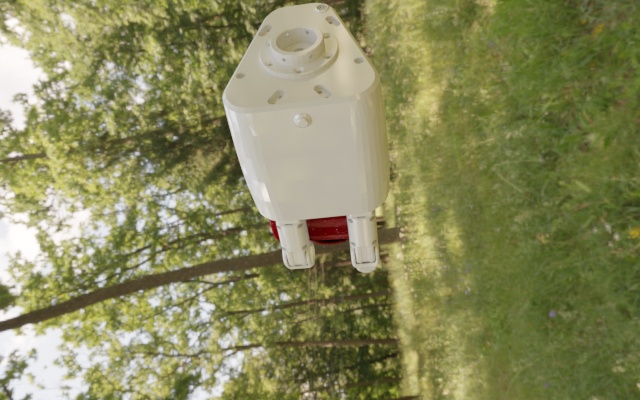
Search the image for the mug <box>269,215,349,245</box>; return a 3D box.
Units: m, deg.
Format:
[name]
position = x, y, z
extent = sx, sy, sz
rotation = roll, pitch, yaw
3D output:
[mug]
position = 0.000, 0.002, 0.434
extent = 0.081, 0.093, 0.117
rotation = -4, -39, 5
